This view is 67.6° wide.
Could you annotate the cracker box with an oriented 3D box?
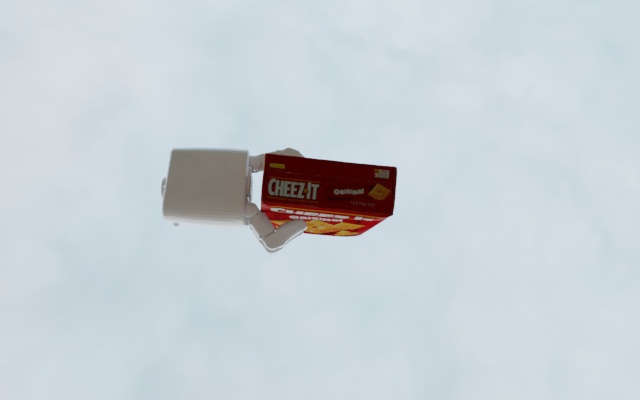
[{"bbox_3d":[0.000,0.002,0.673,0.164,0.072,0.214,5,-11,-5],"label":"cracker box"}]
